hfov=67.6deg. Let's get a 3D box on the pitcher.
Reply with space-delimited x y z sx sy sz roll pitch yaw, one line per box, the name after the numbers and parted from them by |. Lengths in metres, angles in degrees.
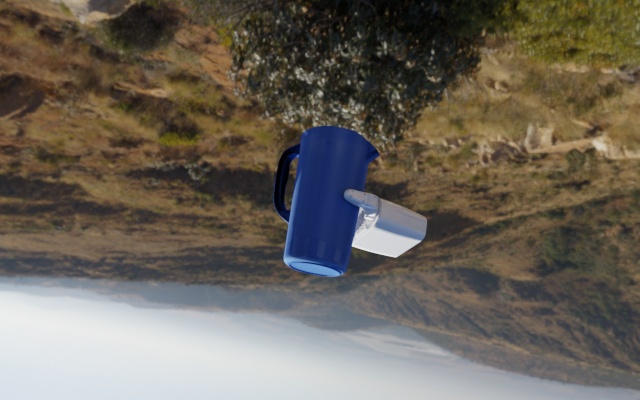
0.000 0.003 0.837 0.145 0.242 0.149 19 -21 -21 | pitcher
